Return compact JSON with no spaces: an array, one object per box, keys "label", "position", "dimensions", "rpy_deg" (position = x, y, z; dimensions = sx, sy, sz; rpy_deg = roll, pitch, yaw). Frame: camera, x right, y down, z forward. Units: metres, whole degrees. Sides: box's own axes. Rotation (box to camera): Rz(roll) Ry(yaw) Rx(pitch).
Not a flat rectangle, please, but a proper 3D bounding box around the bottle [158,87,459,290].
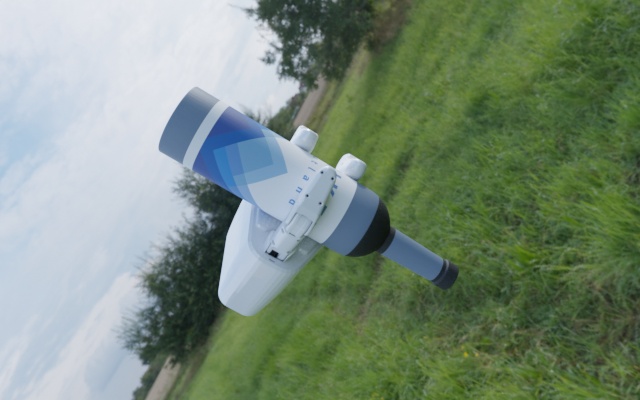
[{"label":"bottle","position":[0.000,0.001,0.442],"dimensions":[0.296,0.069,0.069],"rpy_deg":[30,-5,-8]}]
